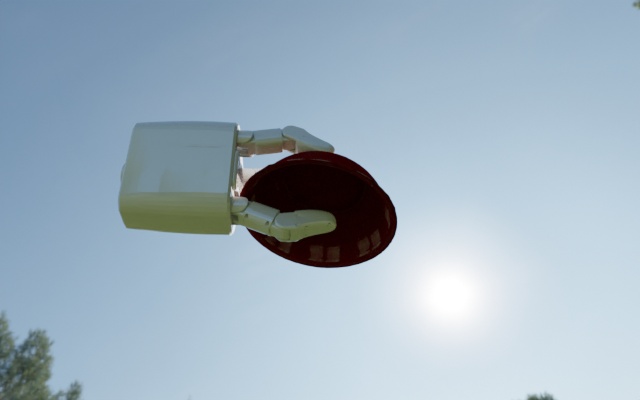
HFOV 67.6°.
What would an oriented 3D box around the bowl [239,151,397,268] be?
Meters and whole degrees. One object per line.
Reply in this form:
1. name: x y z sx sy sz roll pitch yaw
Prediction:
1. bowl: 0.001 0.002 0.499 0.162 0.055 0.162 6 -44 6
